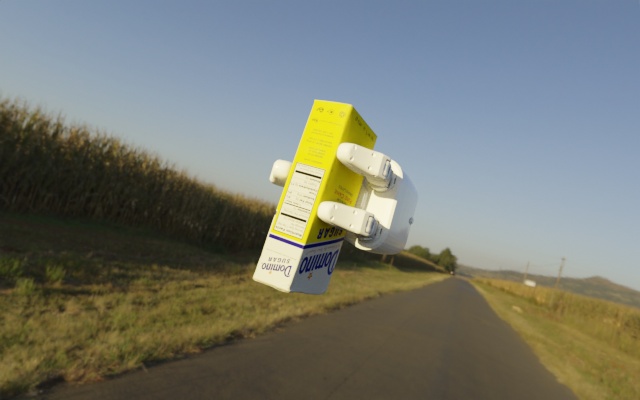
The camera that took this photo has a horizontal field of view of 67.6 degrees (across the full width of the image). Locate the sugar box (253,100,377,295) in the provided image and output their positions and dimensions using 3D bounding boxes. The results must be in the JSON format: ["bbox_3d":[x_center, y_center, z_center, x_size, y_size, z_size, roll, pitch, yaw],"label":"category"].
[{"bbox_3d":[0.001,0.002,0.464,0.048,0.176,0.093,14,-5,25],"label":"sugar box"}]
